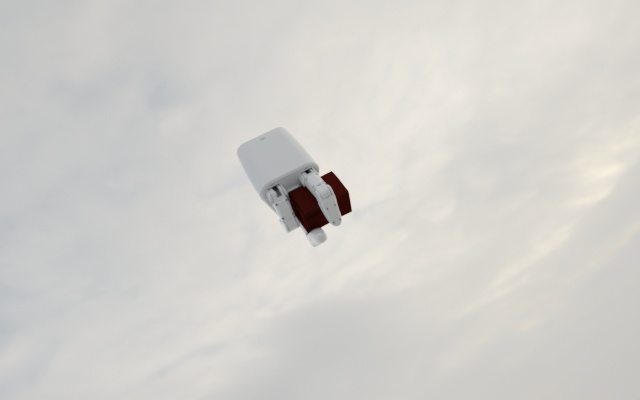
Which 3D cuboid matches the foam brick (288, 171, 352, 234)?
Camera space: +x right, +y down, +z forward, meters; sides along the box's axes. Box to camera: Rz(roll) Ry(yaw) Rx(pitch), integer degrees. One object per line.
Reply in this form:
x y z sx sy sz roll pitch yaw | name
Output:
0.000 0.002 0.716 0.078 0.051 0.053 -27 -38 -13 | foam brick
